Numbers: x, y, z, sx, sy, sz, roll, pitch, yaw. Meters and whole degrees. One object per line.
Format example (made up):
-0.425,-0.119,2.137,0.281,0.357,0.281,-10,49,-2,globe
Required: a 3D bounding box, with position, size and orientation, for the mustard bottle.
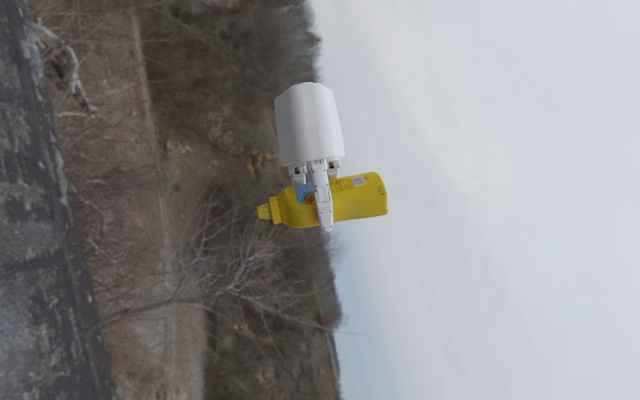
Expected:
0.000,0.003,0.722,0.191,0.058,0.096,-9,28,-3,mustard bottle
